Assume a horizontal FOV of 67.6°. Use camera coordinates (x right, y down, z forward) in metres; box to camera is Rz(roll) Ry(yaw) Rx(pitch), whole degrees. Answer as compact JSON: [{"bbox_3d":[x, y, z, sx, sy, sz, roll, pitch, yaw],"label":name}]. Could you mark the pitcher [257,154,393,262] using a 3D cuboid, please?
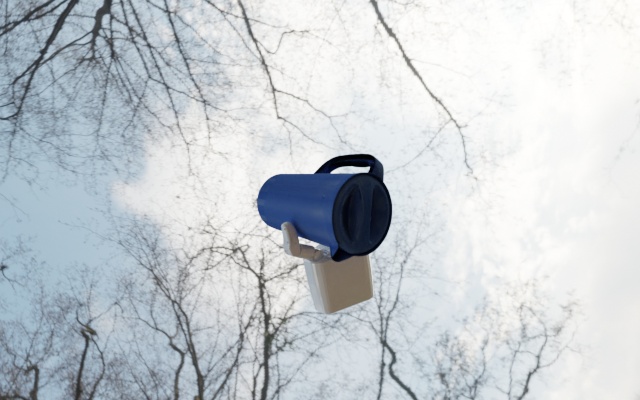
[{"bbox_3d":[0.000,0.003,0.833,0.149,0.145,0.243,-23,20,-36],"label":"pitcher"}]
